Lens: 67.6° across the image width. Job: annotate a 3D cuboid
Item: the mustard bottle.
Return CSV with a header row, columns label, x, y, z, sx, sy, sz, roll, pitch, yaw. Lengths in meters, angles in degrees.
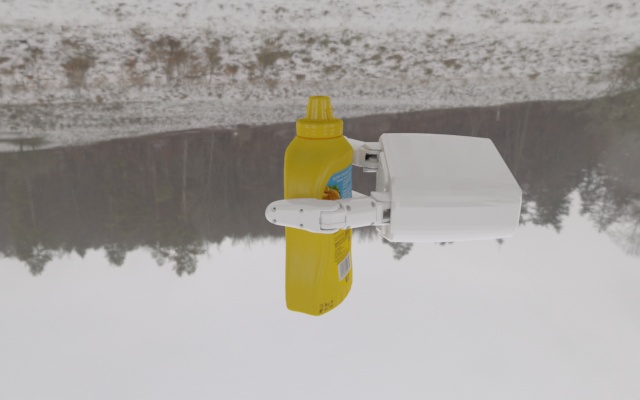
label,x,y,z,sx,sy,sz,roll,pitch,yaw
mustard bottle,0.000,0.002,0.441,0.058,0.192,0.096,8,20,22
